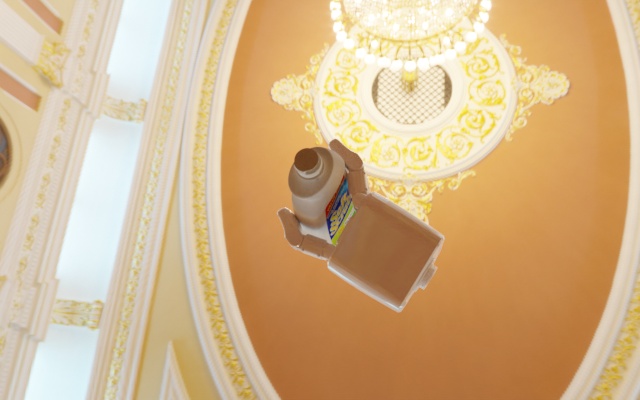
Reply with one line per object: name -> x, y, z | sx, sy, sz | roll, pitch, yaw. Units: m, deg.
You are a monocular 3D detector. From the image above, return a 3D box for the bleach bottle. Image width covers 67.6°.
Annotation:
bleach bottle -> 0.000, 0.002, 0.640 | 0.068, 0.102, 0.251 | 31, -11, 18
